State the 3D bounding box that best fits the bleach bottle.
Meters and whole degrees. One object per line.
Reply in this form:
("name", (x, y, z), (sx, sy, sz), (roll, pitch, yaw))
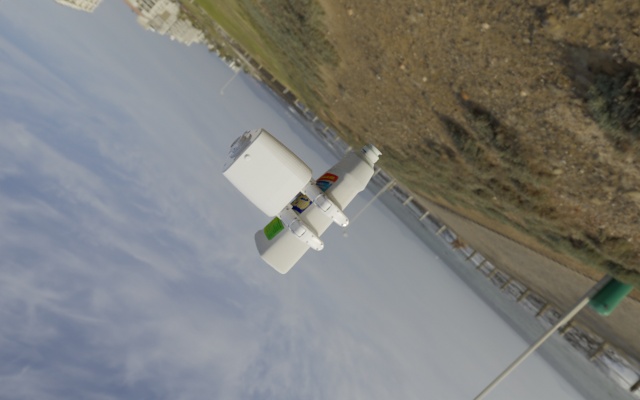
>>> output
("bleach bottle", (0.000, 0.003, 0.789), (0.068, 0.251, 0.102), (42, 5, -22))
